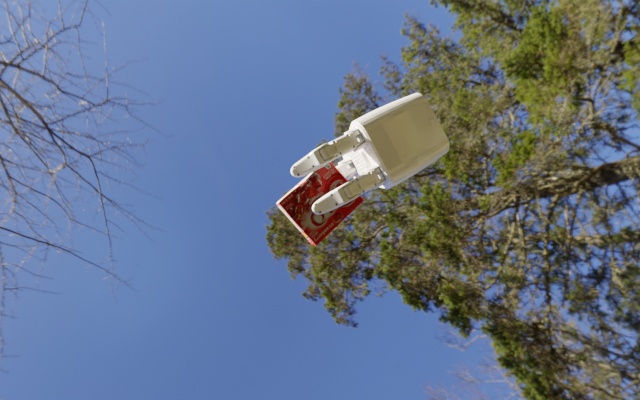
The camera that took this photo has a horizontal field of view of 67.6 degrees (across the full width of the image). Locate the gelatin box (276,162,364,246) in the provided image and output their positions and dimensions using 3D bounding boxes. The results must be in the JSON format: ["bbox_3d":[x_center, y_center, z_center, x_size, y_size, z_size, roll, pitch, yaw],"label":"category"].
[{"bbox_3d":[0.000,0.002,0.617,0.089,0.073,0.030,-42,6,-11],"label":"gelatin box"}]
